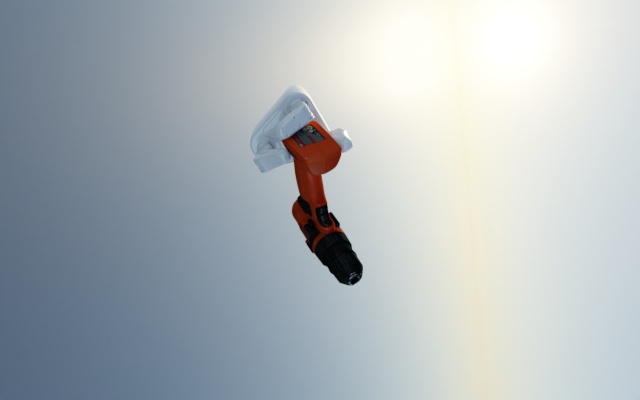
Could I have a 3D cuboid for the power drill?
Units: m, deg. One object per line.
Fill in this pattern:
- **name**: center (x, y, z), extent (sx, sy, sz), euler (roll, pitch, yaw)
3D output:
- **power drill**: center (0.000, 0.002, 0.644), extent (0.057, 0.188, 0.184), euler (-20, 39, -17)
